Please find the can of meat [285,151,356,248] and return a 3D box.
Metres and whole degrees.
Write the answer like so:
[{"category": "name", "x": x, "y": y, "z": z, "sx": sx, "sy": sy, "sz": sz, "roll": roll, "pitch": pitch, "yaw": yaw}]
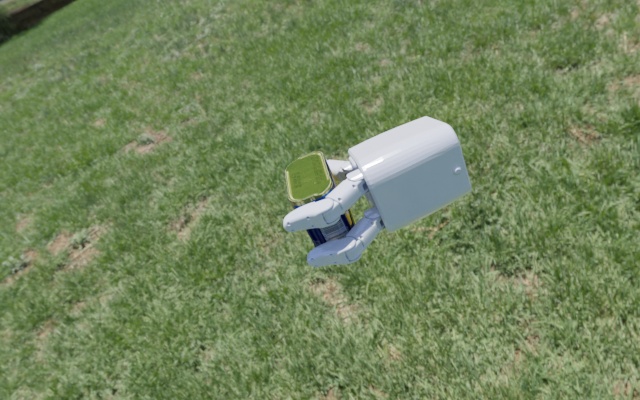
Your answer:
[{"category": "can of meat", "x": 0.000, "y": 0.002, "z": 0.563, "sx": 0.057, "sy": 0.084, "sz": 0.102, "roll": -23, "pitch": 33, "yaw": 5}]
